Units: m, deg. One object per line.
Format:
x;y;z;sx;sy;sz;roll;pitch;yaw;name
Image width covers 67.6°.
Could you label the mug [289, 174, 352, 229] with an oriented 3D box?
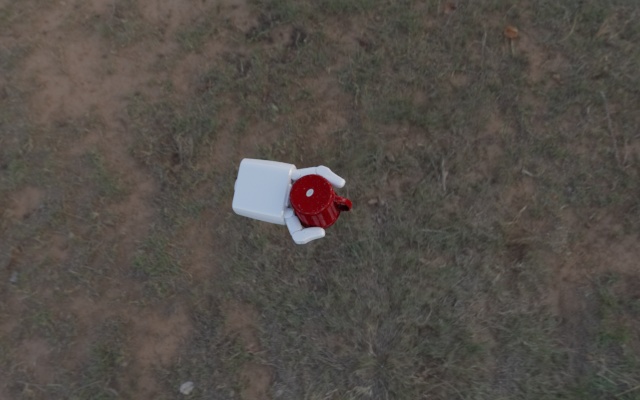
0.001;0.003;0.891;0.117;0.093;0.081;8;-18;12;mug
